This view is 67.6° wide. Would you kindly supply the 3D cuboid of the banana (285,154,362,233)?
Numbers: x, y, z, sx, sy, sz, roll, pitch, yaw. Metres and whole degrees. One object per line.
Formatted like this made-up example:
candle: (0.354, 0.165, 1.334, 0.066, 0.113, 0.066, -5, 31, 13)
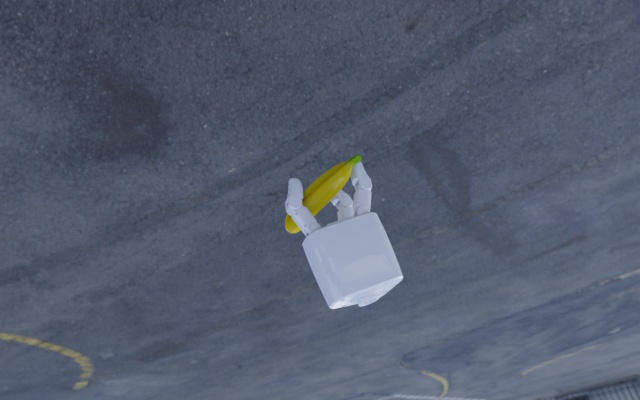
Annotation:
banana: (-0.009, 0.003, 0.751, 0.069, 0.037, 0.198, -14, -24, -51)
